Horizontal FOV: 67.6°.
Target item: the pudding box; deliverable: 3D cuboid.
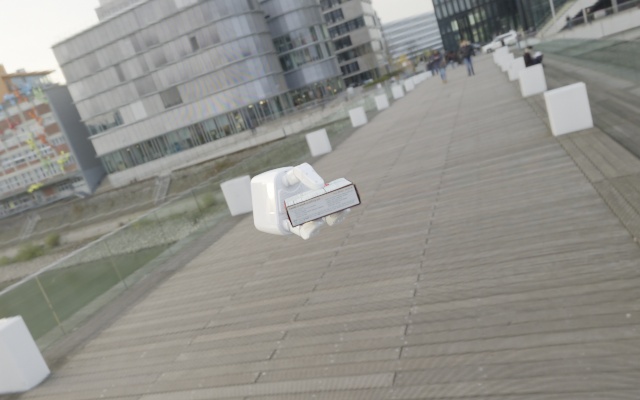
[{"bbox_3d":[0.000,0.002,0.745,0.113,0.039,0.090,-21,10,-3],"label":"pudding box"}]
